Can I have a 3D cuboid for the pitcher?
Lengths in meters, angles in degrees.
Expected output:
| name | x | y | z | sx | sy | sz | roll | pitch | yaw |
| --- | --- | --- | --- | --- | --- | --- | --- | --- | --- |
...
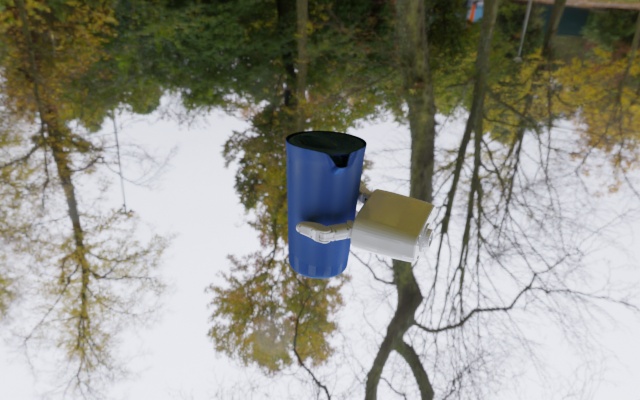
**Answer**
| name | x | y | z | sx | sy | sz | roll | pitch | yaw |
| --- | --- | --- | --- | --- | --- | --- | --- | --- | --- |
| pitcher | 0.000 | 0.003 | 0.833 | 0.145 | 0.243 | 0.149 | 14 | 24 | 23 |
